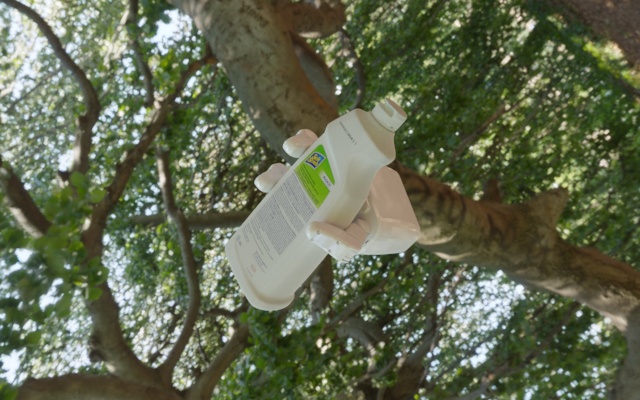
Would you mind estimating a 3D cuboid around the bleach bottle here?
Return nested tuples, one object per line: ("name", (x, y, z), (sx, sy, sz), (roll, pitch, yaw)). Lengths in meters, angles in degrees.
("bleach bottle", (0.000, 0.002, 0.504), (0.068, 0.102, 0.251), (9, -50, -51))
